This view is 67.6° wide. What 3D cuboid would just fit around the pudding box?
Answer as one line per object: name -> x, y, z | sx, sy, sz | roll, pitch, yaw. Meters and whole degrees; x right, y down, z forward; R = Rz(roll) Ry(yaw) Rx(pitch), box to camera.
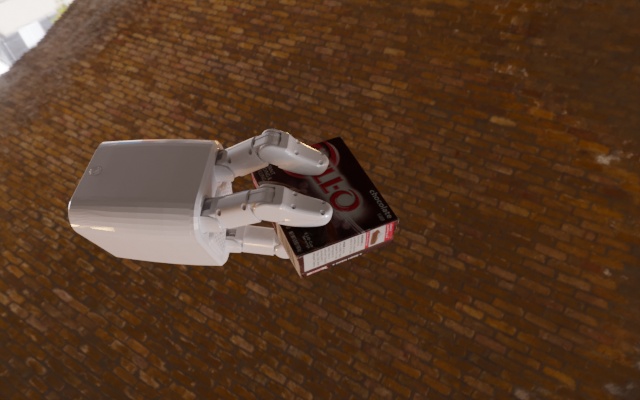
pudding box -> 0.000, 0.001, 0.412 | 0.090, 0.113, 0.039 | -20, -36, -15
